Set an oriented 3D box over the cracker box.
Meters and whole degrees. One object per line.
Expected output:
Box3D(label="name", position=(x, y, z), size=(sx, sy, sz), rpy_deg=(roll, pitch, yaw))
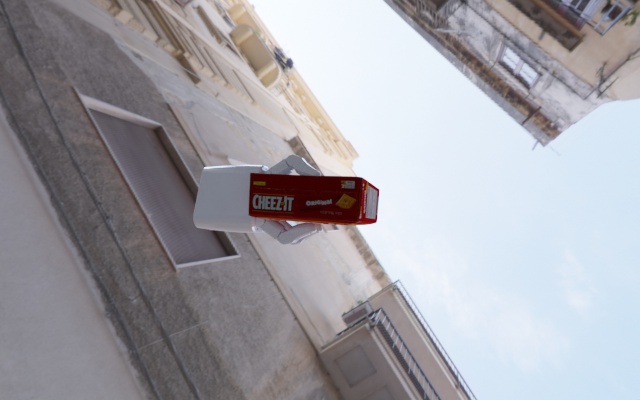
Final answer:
Box3D(label="cracker box", position=(0.000, 0.002, 0.761), size=(0.164, 0.072, 0.214), rpy_deg=(2, -2, 14))
